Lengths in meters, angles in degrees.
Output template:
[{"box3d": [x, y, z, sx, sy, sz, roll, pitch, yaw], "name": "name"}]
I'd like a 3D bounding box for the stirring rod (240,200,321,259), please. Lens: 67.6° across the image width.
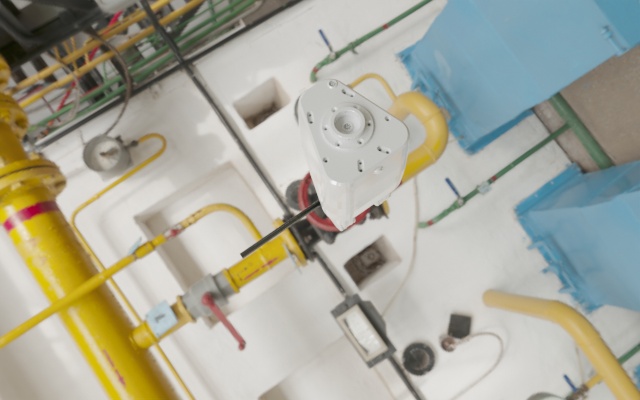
[{"box3d": [0.000, 0.002, 0.609, 0.239, 0.011, 0.011, -34, 6, -9], "name": "stirring rod"}]
